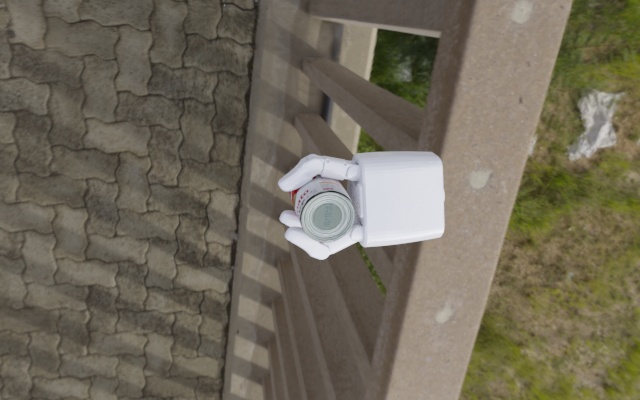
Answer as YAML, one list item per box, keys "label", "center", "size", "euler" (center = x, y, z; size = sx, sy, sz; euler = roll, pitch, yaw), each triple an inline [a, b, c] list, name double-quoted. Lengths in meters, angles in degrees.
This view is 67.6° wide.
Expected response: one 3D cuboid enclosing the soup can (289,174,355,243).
- label: "soup can"
  center: [0.000, 0.002, 0.600]
  size: [0.068, 0.068, 0.102]
  euler: [0, 22, -11]
